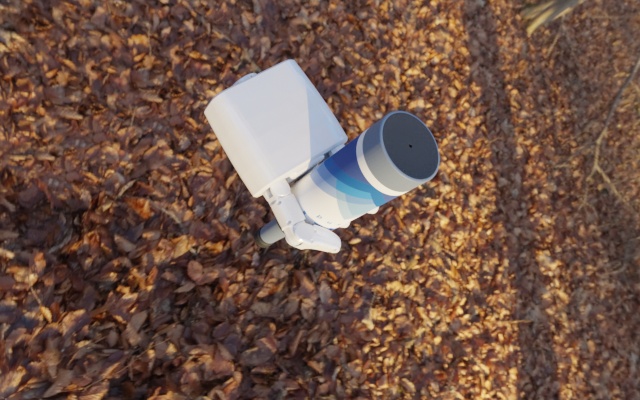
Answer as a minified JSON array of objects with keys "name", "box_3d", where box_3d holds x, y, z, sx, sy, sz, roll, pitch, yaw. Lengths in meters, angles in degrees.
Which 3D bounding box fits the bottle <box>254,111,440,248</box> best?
[{"name":"bottle","box_3d":[0.000,0.002,0.519,0.069,0.069,0.296,0,-19,-33]}]
